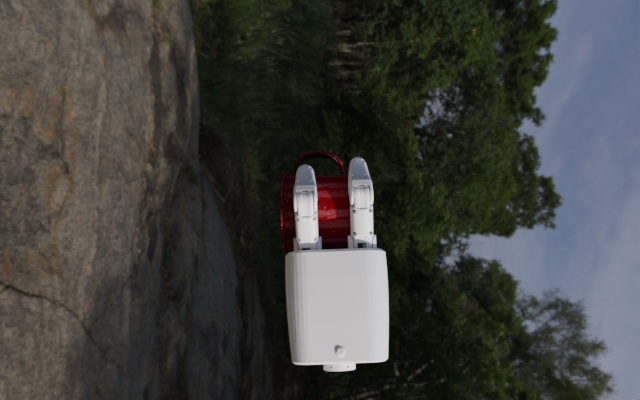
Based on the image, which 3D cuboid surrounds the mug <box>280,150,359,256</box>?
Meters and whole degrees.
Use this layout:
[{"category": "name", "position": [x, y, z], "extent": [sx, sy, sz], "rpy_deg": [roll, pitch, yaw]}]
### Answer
[{"category": "mug", "position": [0.000, 0.000, 0.525], "extent": [0.081, 0.117, 0.093], "rpy_deg": [-1, -13, 0]}]
